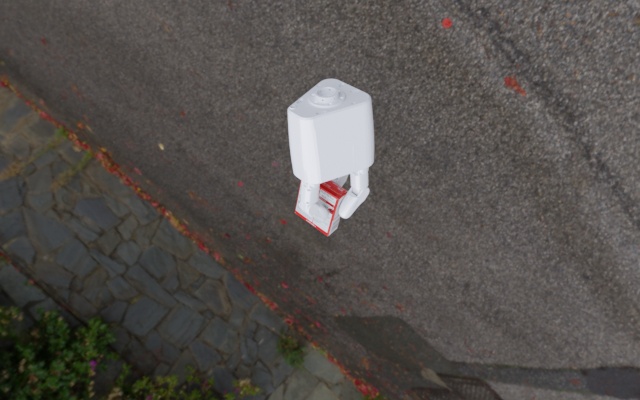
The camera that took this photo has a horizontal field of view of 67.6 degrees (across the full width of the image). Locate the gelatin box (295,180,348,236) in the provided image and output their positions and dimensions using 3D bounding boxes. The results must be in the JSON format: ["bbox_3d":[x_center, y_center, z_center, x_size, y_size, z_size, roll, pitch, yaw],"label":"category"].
[{"bbox_3d":[0.000,0.003,0.766,0.073,0.089,0.030,34,46,21],"label":"gelatin box"}]
